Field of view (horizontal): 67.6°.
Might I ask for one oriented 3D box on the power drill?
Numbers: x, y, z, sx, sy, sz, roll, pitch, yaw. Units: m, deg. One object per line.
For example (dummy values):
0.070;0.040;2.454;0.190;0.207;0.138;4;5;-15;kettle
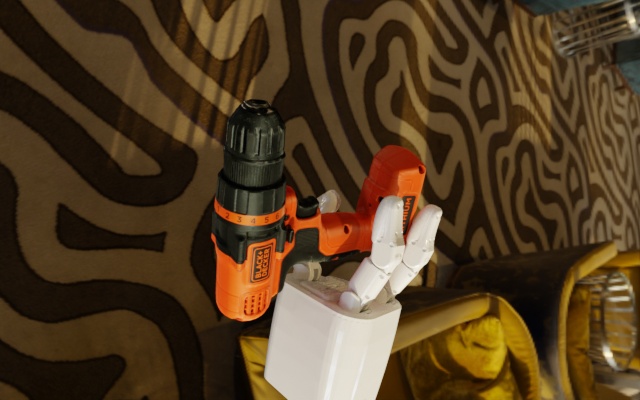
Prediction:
0.000;0.001;0.401;0.187;0.184;0.057;-11;37;-33;power drill
